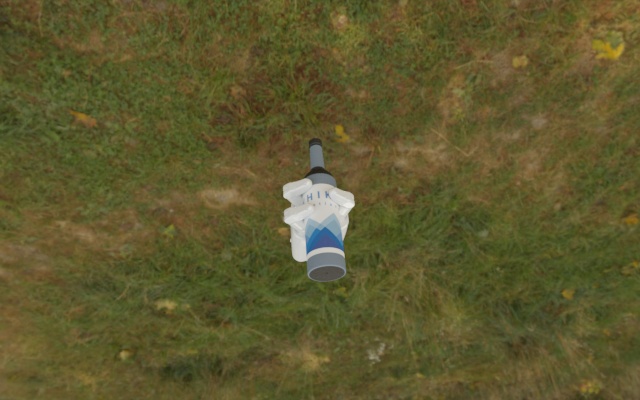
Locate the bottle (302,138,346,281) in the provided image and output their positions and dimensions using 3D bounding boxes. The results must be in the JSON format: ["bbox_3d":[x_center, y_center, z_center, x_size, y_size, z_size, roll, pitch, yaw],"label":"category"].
[{"bbox_3d":[0.000,0.003,0.898,0.069,0.295,0.069,-4,-33,-2],"label":"bottle"}]
